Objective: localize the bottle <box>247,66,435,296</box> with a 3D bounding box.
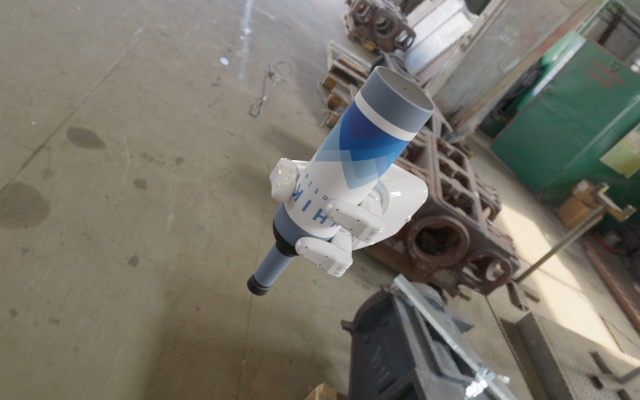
[{"bbox_3d":[0.000,0.001,0.502,0.069,0.069,0.296,0,-44,-47],"label":"bottle"}]
